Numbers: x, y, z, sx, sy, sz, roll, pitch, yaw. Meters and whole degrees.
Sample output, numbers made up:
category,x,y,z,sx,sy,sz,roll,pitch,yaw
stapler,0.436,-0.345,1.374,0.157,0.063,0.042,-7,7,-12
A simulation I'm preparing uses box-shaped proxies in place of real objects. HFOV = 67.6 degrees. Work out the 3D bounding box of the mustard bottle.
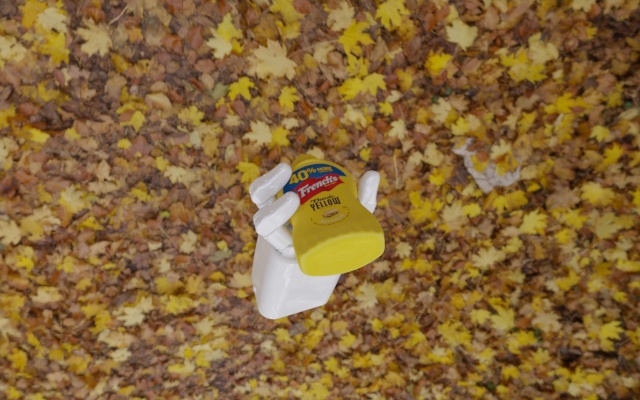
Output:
category,x,y,z,sx,sy,sz,roll,pitch,yaw
mustard bottle,0.000,0.002,0.570,0.096,0.058,0.191,-16,40,-6
